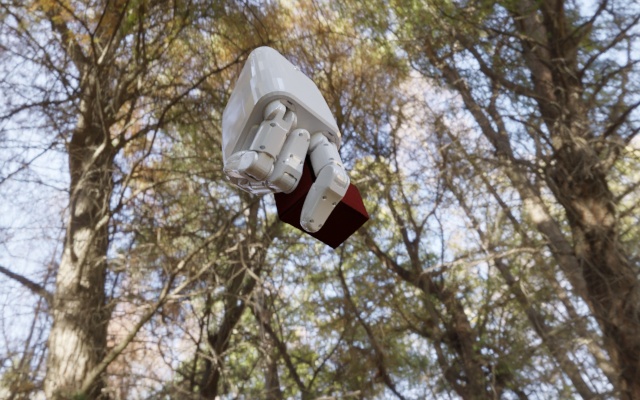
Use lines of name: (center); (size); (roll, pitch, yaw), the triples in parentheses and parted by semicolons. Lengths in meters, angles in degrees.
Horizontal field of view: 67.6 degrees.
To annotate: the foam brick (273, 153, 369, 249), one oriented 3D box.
foam brick: (0.000, 0.002, 0.470); (0.053, 0.051, 0.078); (-42, -51, 21)
